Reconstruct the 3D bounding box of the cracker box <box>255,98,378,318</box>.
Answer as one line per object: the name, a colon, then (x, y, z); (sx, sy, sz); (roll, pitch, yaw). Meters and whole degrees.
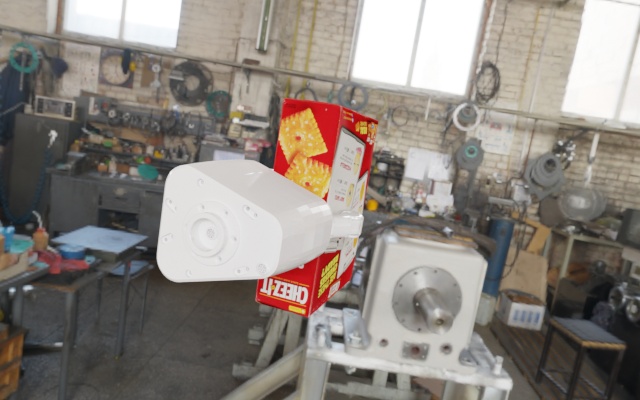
cracker box: (0.000, 0.002, 0.548); (0.072, 0.214, 0.164); (12, 8, 18)
